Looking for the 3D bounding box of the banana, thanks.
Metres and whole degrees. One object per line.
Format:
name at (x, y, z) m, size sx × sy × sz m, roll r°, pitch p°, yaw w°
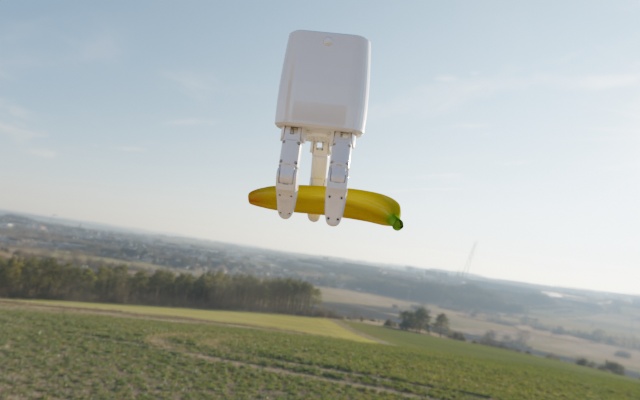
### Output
banana at (0.012, 0.002, 0.555) m, size 0.198 × 0.037 × 0.069 m, roll 7°, pitch 4°, yaw 28°
